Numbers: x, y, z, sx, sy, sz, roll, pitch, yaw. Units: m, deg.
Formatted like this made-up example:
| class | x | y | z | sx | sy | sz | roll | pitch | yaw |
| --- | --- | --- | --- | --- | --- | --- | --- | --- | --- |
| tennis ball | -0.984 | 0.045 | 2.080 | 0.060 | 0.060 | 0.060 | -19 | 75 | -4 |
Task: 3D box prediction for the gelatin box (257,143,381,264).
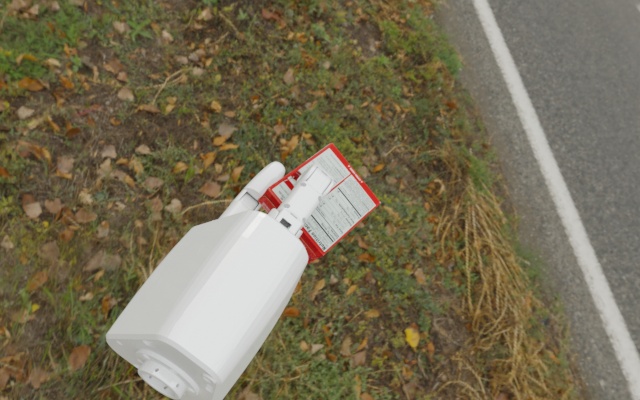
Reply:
| class | x | y | z | sx | sy | sz | roll | pitch | yaw |
| --- | --- | --- | --- | --- | --- | --- | --- | --- | --- |
| gelatin box | 0.000 | 0.001 | 0.427 | 0.089 | 0.073 | 0.030 | -39 | -1 | -35 |
